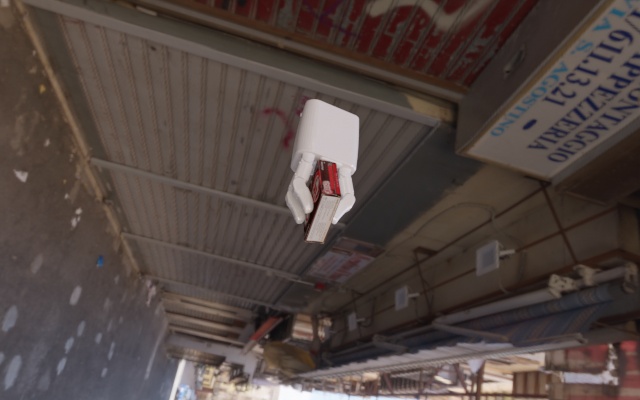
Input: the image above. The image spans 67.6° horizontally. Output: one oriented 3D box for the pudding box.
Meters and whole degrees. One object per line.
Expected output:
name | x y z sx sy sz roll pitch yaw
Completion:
pudding box | 0.000 0.003 0.803 0.039 0.114 0.090 8 41 -11
